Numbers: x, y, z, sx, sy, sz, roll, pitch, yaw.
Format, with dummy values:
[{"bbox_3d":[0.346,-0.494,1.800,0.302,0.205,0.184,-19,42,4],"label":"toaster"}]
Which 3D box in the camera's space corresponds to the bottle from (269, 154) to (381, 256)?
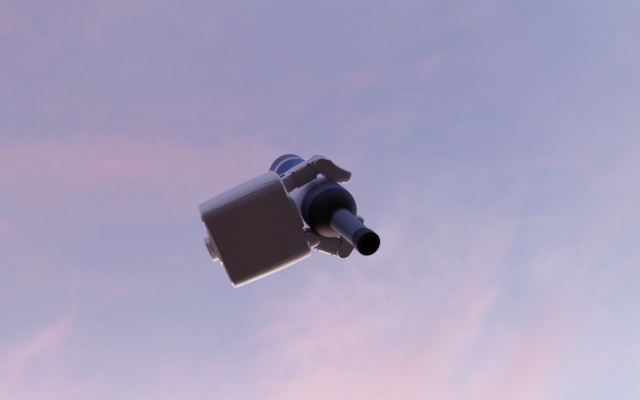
[{"bbox_3d":[0.000,0.002,0.630,0.069,0.069,0.295,0,17,-21],"label":"bottle"}]
